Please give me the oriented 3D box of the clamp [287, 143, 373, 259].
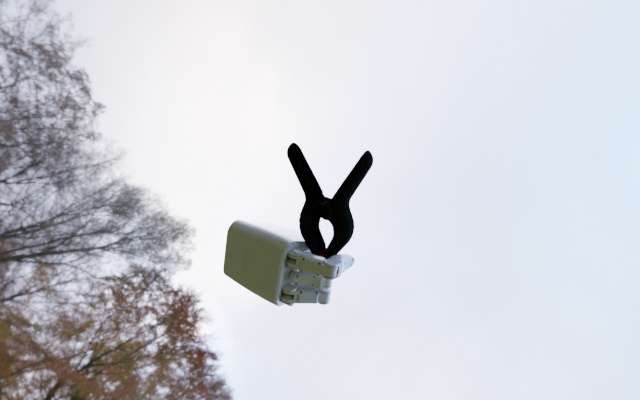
[{"bbox_3d":[0.000,0.002,0.648,0.120,0.171,0.039,20,19,26],"label":"clamp"}]
